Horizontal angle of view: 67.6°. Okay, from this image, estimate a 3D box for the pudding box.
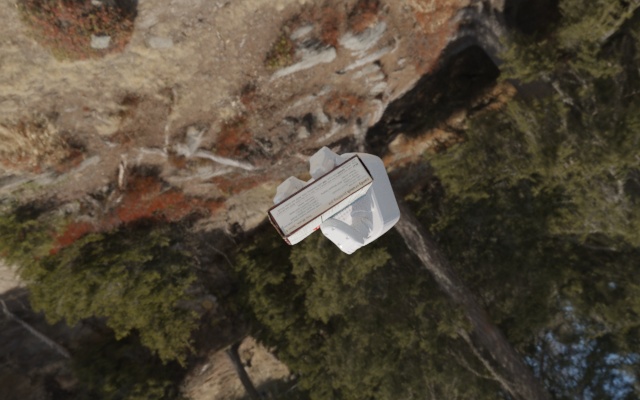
[{"bbox_3d":[0.000,0.002,0.521,0.113,0.039,0.090,-34,-8,-6],"label":"pudding box"}]
